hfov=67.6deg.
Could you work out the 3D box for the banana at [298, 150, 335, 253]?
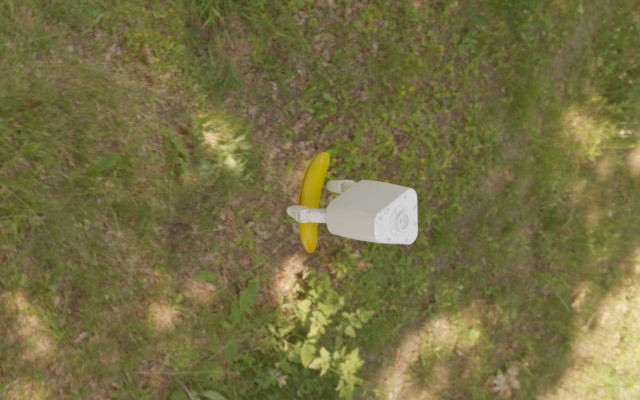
[{"bbox_3d":[-0.011,-0.004,0.864,0.037,0.198,0.070,10,-6,42],"label":"banana"}]
